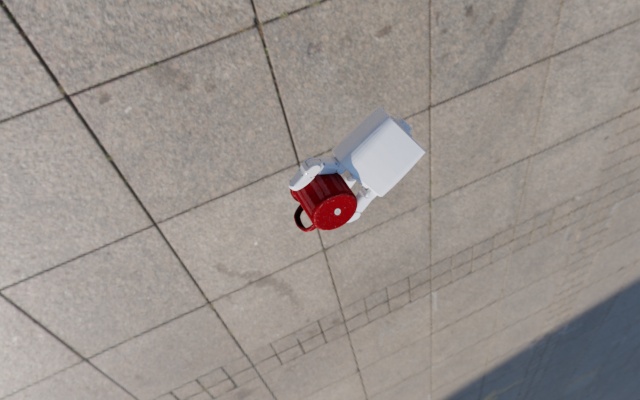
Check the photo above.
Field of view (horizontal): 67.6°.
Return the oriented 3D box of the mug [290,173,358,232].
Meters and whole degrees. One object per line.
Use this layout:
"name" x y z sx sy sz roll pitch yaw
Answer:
"mug" -0.001 0.004 0.781 0.093 0.117 0.081 27 22 -46
